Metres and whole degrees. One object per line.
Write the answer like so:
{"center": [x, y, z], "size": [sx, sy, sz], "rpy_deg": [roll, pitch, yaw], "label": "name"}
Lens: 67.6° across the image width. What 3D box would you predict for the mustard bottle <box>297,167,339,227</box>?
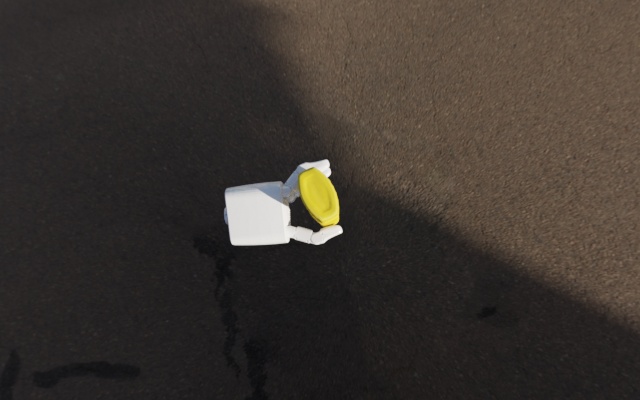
{"center": [0.000, 0.003, 0.891], "size": [0.058, 0.096, 0.192], "rpy_deg": [-29, -9, -2], "label": "mustard bottle"}
